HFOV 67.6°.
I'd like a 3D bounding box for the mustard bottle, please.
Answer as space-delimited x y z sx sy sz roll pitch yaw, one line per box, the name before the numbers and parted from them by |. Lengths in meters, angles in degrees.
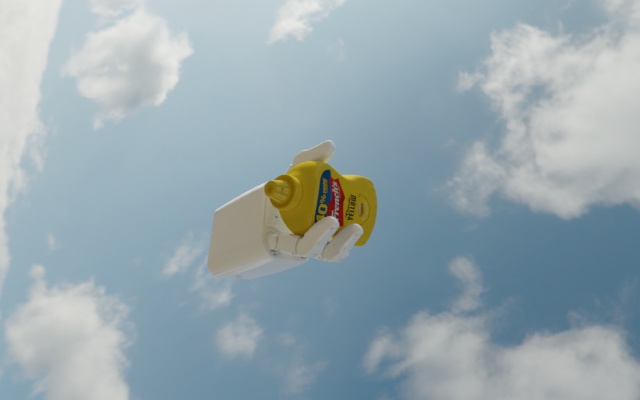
mustard bottle | 0.001 0.002 0.598 0.058 0.096 0.192 6 -6 38
